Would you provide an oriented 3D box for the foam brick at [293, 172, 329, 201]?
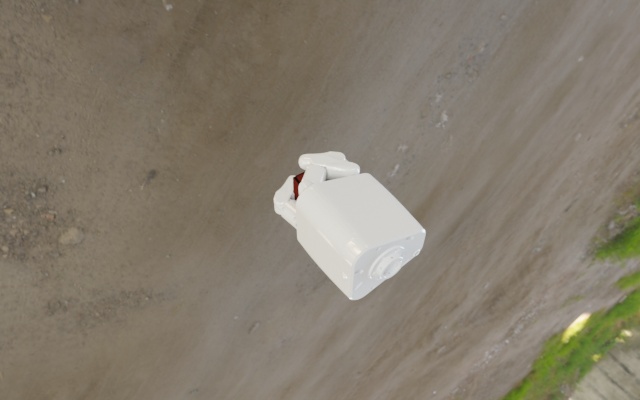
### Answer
[{"bbox_3d":[0.000,0.002,0.609,0.053,0.078,0.051,-26,52,-22],"label":"foam brick"}]
